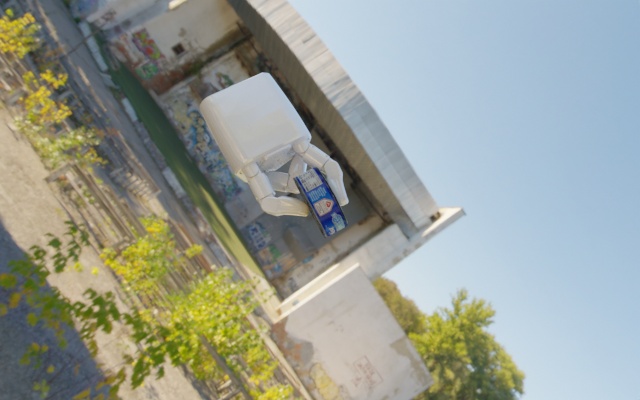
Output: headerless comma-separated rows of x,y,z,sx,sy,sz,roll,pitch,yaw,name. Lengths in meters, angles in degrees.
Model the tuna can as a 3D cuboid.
0.001,0.002,0.597,0.034,0.086,0.086,-28,2,-3,tuna can
